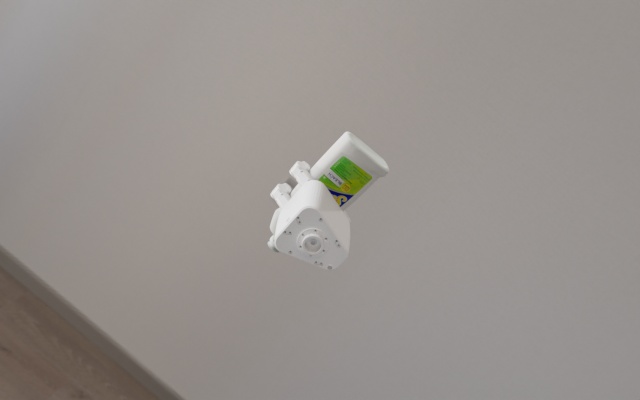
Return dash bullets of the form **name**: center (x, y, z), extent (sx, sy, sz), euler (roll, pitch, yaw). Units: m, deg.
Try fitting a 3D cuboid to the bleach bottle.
- **bleach bottle**: center (0.000, 0.003, 0.845), extent (0.102, 0.251, 0.068), euler (38, 19, -13)
